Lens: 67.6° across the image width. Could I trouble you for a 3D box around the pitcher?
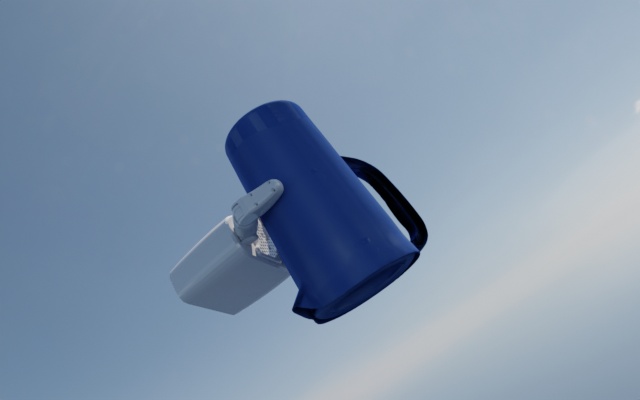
[{"bbox_3d":[0.000,0.002,0.547,0.145,0.242,0.149,-40,-21,17],"label":"pitcher"}]
